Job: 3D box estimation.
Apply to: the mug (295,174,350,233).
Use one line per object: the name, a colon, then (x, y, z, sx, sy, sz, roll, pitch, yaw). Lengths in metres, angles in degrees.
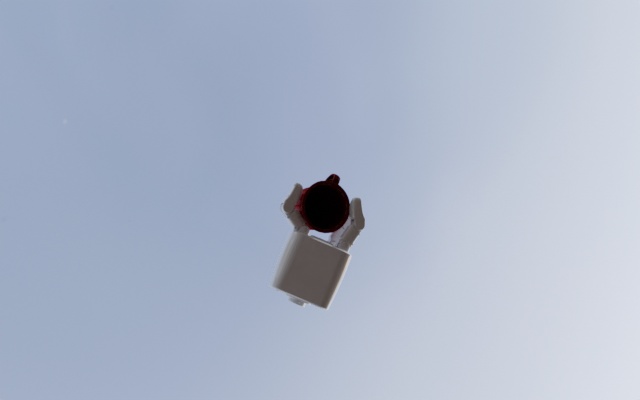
mug: (0.001, 0.002, 0.876, 0.093, 0.117, 0.081, 28, -14, -18)
